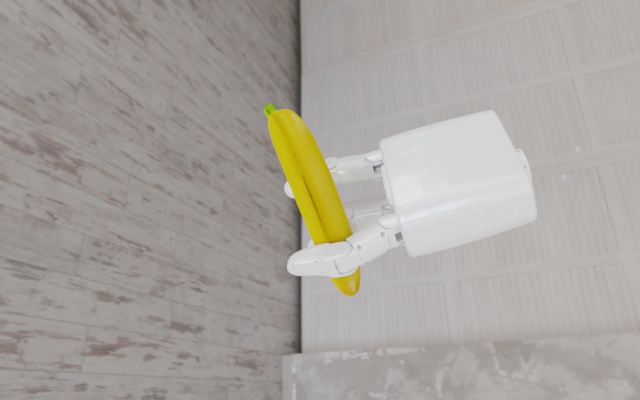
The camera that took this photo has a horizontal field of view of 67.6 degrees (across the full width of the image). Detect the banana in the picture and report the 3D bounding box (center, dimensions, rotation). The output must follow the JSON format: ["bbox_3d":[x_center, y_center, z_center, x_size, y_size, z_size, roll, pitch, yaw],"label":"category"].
[{"bbox_3d":[-0.001,0.000,0.424,0.037,0.198,0.069,-22,4,2],"label":"banana"}]
